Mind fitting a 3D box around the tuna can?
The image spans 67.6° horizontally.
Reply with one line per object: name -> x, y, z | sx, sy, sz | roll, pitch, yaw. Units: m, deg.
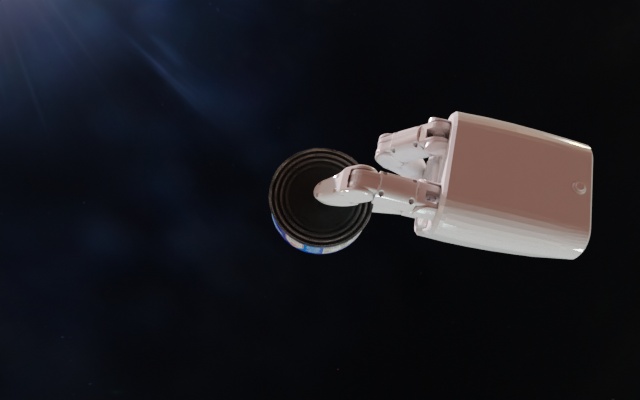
tuna can -> 0.000, 0.001, 0.404 | 0.086, 0.086, 0.034 | 0, -18, -4
